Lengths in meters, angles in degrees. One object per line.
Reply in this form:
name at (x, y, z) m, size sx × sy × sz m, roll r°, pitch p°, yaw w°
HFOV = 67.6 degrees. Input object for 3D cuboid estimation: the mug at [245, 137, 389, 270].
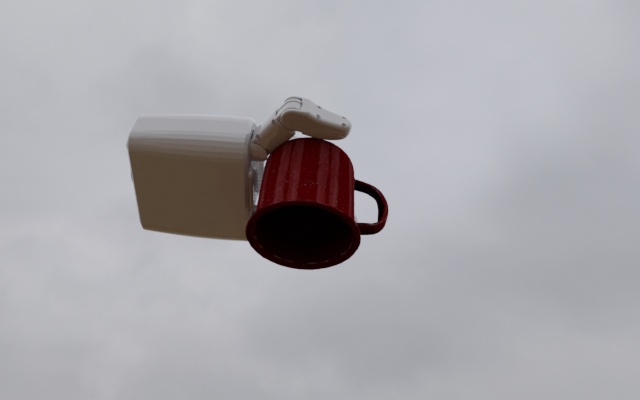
mug at (0.002, 0.001, 0.410) m, size 0.117 × 0.081 × 0.093 m, roll 4°, pitch -41°, yaw 0°
